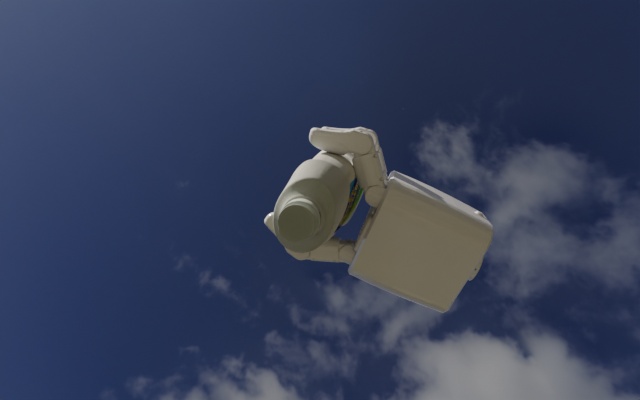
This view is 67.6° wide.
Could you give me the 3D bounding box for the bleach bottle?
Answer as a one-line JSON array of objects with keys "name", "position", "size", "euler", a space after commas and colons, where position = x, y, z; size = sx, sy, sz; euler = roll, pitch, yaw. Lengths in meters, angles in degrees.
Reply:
[{"name": "bleach bottle", "position": [0.000, 0.001, 0.470], "size": [0.068, 0.102, 0.250], "euler": [24, 14, 5]}]
